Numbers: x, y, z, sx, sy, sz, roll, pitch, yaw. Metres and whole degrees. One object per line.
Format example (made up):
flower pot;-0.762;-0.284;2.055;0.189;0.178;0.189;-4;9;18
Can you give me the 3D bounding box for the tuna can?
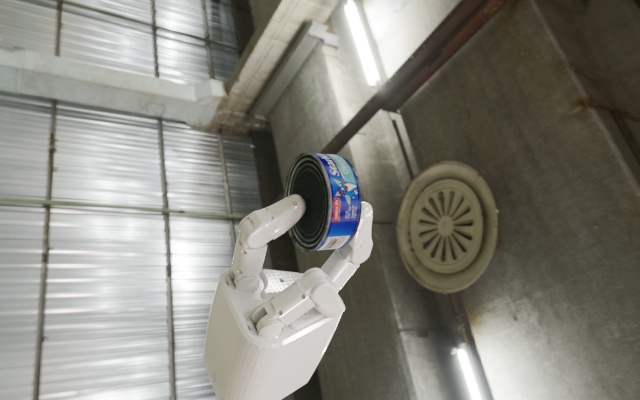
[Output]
tuna can;0.001;0.001;0.419;0.034;0.086;0.086;-1;1;-29
